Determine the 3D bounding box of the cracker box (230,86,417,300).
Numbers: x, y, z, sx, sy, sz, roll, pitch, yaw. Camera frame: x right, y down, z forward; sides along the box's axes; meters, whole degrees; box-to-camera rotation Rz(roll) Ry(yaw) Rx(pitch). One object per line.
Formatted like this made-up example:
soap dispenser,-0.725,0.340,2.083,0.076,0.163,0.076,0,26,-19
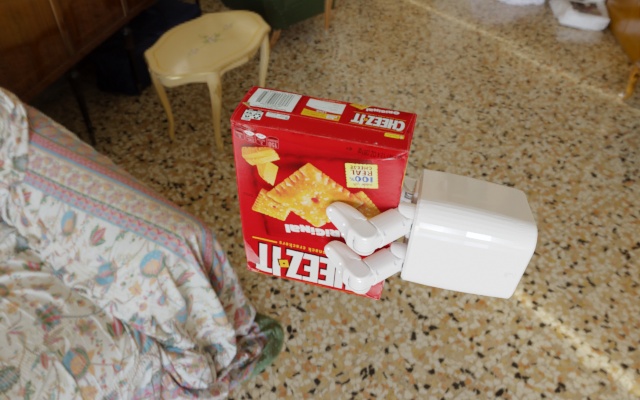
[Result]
cracker box,0.000,0.001,0.499,0.164,0.214,0.072,12,43,10
